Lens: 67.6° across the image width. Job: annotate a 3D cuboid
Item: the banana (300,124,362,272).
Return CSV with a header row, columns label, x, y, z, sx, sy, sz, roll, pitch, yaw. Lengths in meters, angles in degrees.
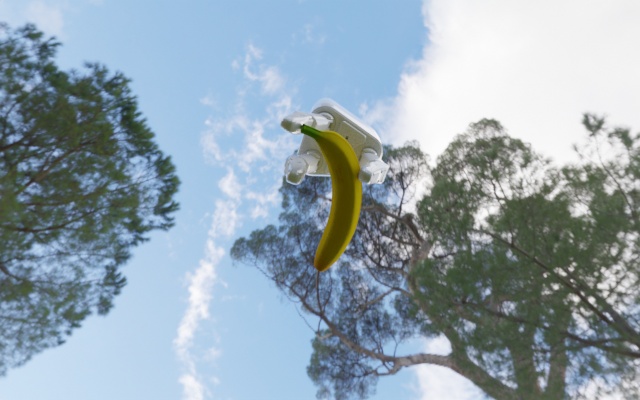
label,x,y,z,sx,sy,sz,roll,pitch,yaw
banana,0.018,-0.003,0.594,0.069,0.198,0.037,-5,21,0
